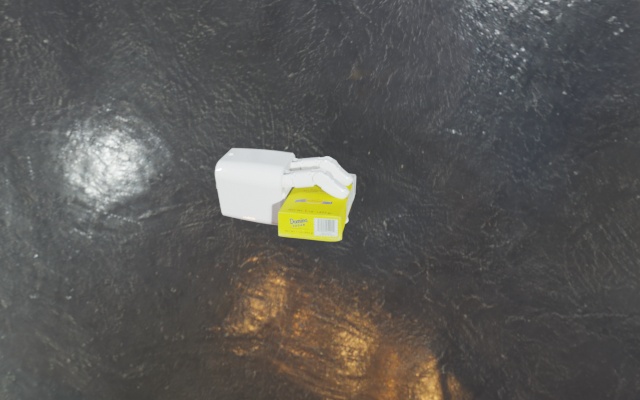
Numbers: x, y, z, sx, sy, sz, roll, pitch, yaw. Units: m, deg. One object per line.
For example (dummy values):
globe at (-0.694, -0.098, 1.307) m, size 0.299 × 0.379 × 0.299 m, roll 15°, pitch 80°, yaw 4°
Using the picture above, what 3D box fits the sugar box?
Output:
sugar box at (0.000, 0.002, 0.748) m, size 0.093 × 0.048 × 0.176 m, roll 5°, pitch 26°, yaw 9°
